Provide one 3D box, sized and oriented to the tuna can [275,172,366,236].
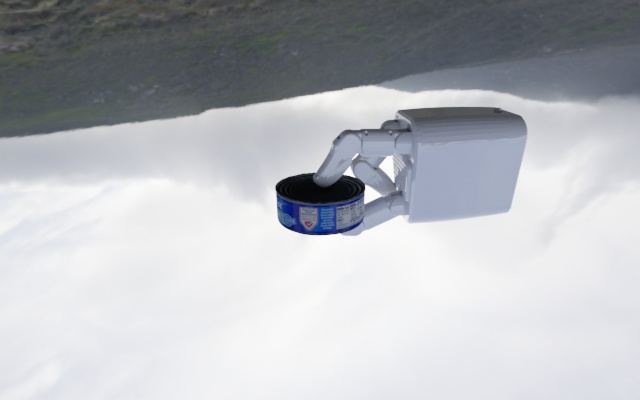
[{"bbox_3d":[0.000,0.002,0.457,0.086,0.034,0.086,0,21,0],"label":"tuna can"}]
